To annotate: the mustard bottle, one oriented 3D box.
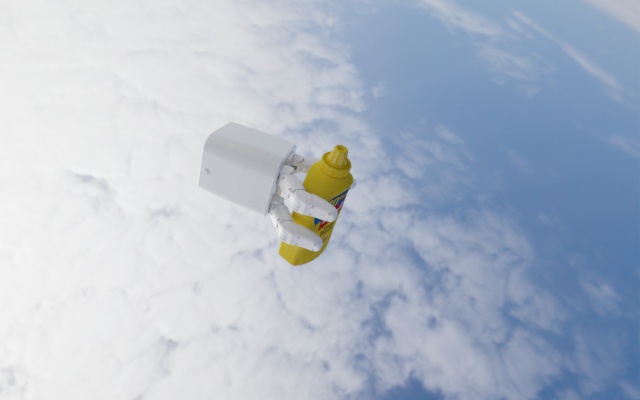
[{"bbox_3d":[0.000,0.003,0.665,0.058,0.192,0.096,38,43,19],"label":"mustard bottle"}]
